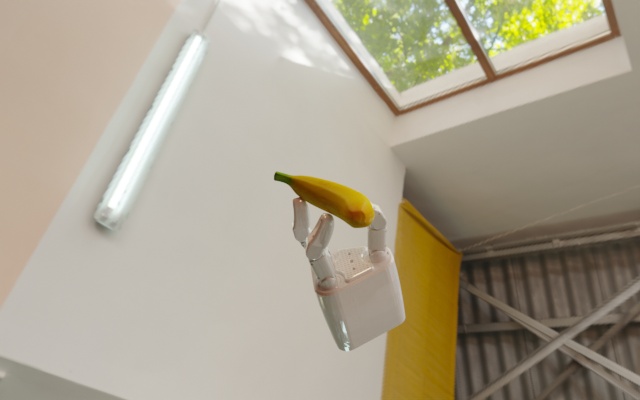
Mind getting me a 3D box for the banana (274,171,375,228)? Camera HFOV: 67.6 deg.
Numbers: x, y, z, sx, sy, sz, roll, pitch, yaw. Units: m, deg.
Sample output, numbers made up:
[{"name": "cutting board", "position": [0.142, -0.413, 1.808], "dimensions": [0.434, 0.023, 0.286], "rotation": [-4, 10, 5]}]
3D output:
[{"name": "banana", "position": [0.014, 0.001, 0.557], "dimensions": [0.069, 0.037, 0.197], "rotation": [1, 12, -31]}]
